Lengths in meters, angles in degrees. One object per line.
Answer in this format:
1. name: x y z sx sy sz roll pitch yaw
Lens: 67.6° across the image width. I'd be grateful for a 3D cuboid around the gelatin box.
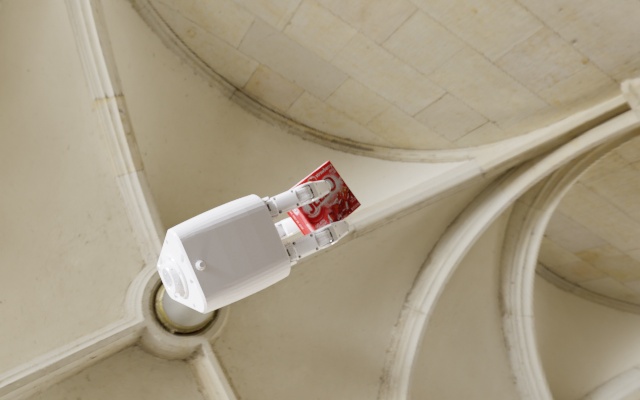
1. gelatin box: 0.000 0.002 0.608 0.089 0.073 0.030 -39 5 -39
